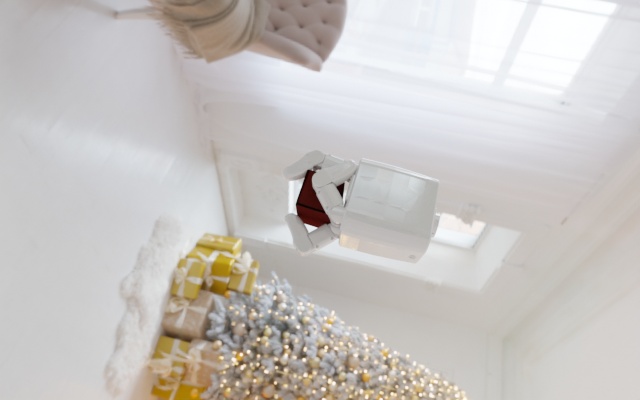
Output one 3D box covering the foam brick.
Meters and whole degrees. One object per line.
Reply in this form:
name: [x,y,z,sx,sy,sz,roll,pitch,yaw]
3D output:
foam brick: [0.000,0.002,0.638,0.051,0.053,0.078,16,-18,6]
